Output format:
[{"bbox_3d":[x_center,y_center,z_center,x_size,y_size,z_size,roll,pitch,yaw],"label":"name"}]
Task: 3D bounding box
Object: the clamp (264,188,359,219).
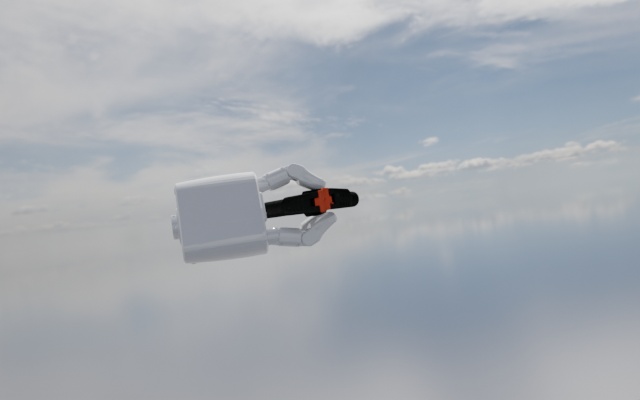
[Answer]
[{"bbox_3d":[0.000,0.001,0.669,0.164,0.036,0.210,-8,-1,-15],"label":"clamp"}]
